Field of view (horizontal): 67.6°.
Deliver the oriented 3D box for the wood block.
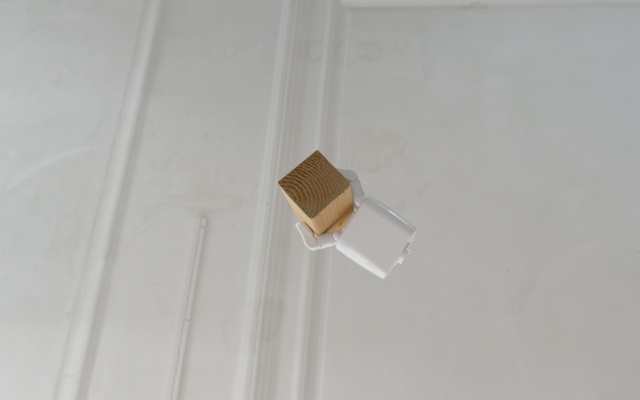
[{"bbox_3d":[0.000,0.003,0.880,0.091,0.090,0.206,-41,-17,-7],"label":"wood block"}]
